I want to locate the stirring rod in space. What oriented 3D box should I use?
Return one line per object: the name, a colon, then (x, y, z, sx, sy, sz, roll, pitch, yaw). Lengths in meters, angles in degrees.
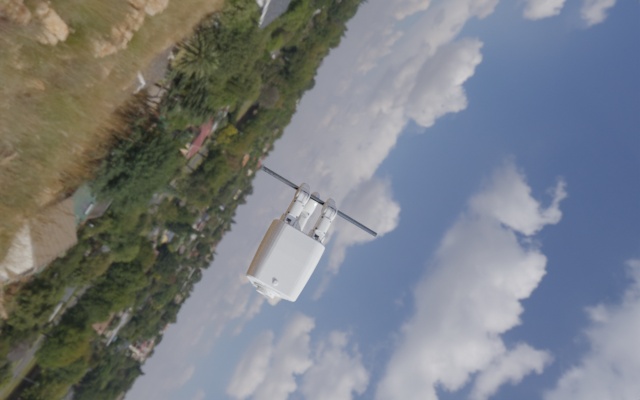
stirring rod: (0.000, 0.003, 0.862, 0.239, 0.011, 0.011, 31, -5, -8)
